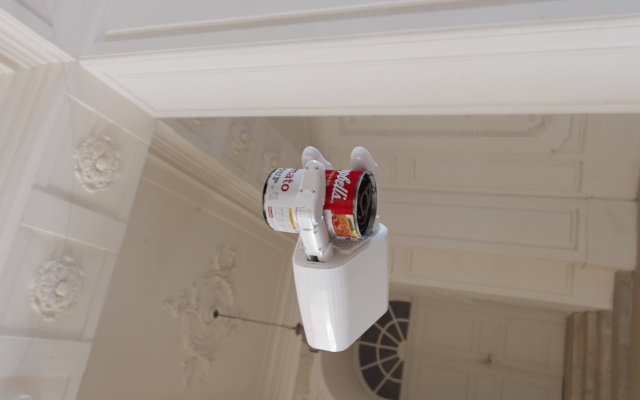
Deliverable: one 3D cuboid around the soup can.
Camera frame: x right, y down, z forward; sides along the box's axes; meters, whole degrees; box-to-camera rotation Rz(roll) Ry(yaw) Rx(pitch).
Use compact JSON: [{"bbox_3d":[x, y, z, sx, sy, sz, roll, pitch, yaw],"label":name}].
[{"bbox_3d":[0.000,0.001,0.490,0.102,0.068,0.068,4,1,23],"label":"soup can"}]
